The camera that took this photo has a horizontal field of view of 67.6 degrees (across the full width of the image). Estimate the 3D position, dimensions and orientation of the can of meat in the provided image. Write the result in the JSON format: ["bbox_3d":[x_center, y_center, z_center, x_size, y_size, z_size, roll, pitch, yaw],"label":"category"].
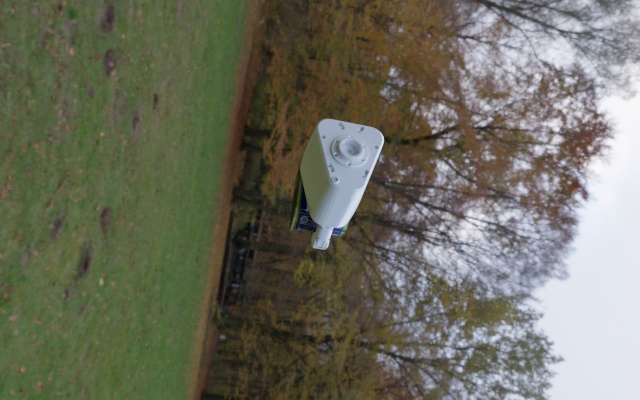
[{"bbox_3d":[0.000,0.003,0.751,0.084,0.102,0.057,10,-33,-8],"label":"can of meat"}]
